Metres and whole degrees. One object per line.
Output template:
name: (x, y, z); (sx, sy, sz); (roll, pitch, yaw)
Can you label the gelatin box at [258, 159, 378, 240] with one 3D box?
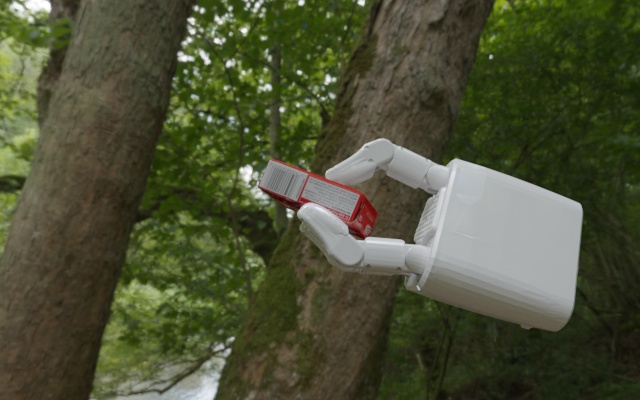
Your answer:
gelatin box: (0.000, 0.001, 0.410); (0.089, 0.030, 0.073); (22, -8, 18)
